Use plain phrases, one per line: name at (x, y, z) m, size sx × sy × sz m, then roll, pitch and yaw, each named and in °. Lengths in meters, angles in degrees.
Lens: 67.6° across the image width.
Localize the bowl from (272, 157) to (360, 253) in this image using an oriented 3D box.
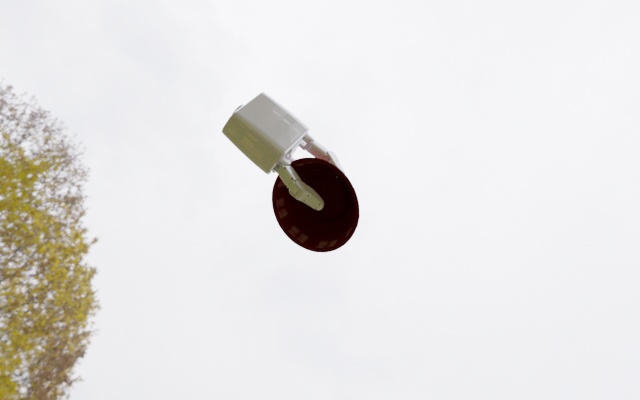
bowl at (0.001, 0.004, 0.800) m, size 0.162 × 0.162 × 0.055 m, roll 0°, pitch 15°, yaw 28°
